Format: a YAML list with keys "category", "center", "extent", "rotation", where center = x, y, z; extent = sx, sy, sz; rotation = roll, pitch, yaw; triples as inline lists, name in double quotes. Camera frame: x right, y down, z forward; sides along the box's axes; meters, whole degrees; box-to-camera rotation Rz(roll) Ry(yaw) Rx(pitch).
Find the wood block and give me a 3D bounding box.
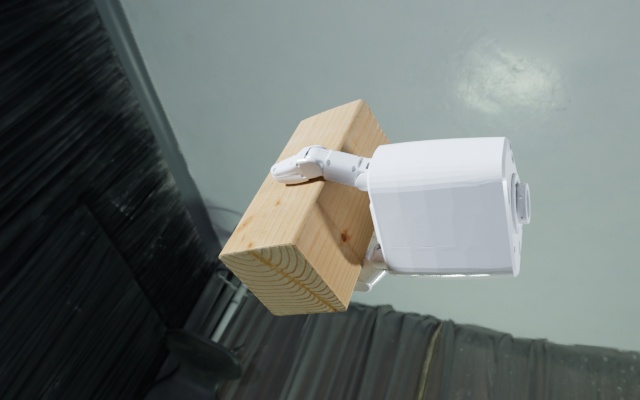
- category: "wood block"
  center: [0.000, 0.001, 0.481]
  extent: [0.090, 0.091, 0.206]
  rotation: [-13, 36, 36]
